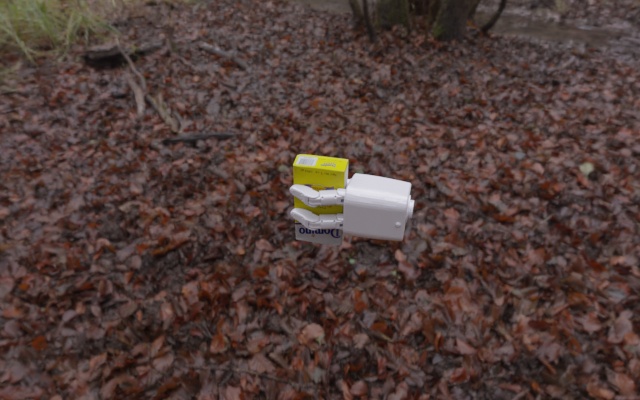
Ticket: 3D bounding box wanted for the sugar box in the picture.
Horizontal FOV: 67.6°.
[{"bbox_3d":[0.000,0.003,0.873,0.093,0.176,0.048,8,37,11],"label":"sugar box"}]
